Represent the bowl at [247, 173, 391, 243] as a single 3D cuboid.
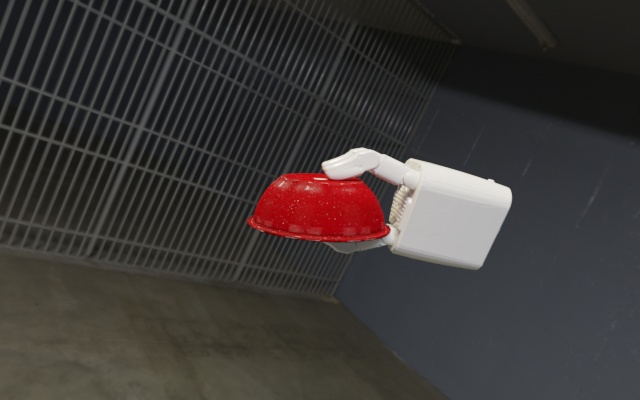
[{"bbox_3d":[-0.001,0.001,0.533,0.162,0.055,0.162,3,9,-1],"label":"bowl"}]
